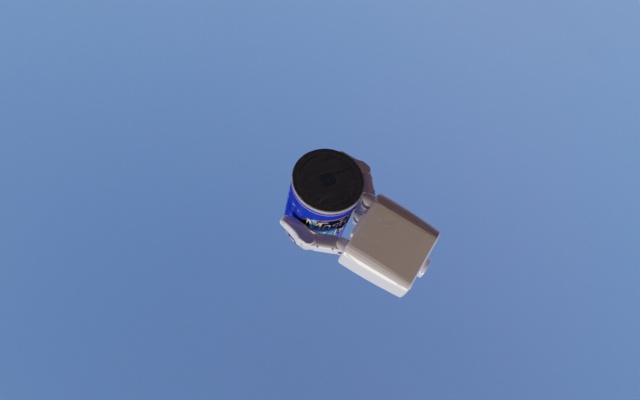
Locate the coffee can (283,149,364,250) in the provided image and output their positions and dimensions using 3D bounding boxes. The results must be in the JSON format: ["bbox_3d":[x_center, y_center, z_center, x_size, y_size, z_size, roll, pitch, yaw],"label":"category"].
[{"bbox_3d":[0.000,0.002,0.722,0.103,0.102,0.140,0,-27,-10],"label":"coffee can"}]
